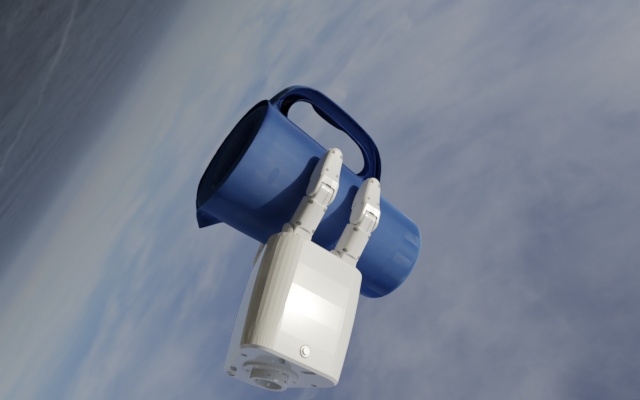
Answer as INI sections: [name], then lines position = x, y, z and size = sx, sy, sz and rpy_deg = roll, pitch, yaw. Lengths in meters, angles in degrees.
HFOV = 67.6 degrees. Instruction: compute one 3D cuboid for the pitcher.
[pitcher]
position = 0.000, 0.002, 0.529
size = 0.243, 0.145, 0.149
rpy_deg = 34, -40, -23
